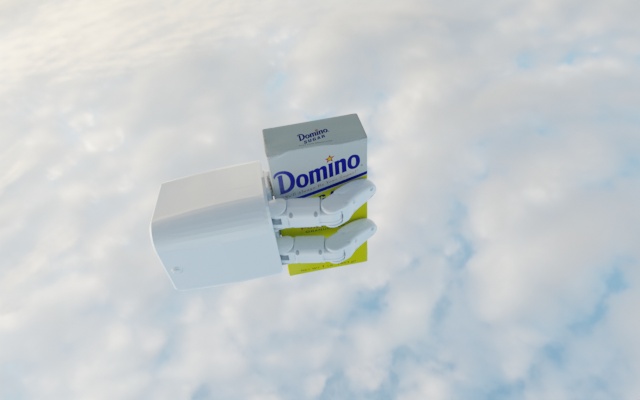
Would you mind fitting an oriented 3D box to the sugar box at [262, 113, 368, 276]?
[{"bbox_3d":[0.000,0.002,0.486,0.093,0.048,0.176,-11,-43,-4],"label":"sugar box"}]
